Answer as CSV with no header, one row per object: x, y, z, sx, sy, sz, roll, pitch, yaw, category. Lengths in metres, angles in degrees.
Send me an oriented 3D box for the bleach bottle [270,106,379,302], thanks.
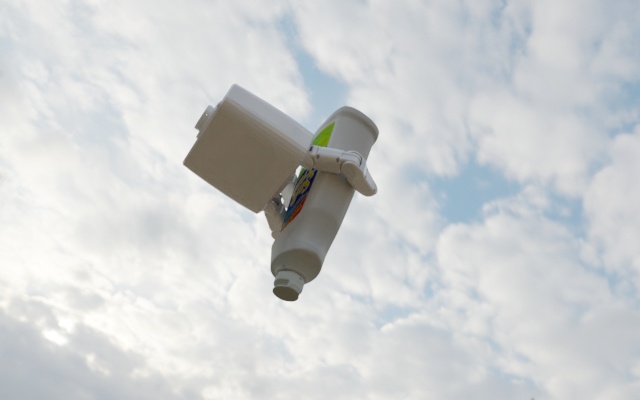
0.000,0.002,0.558,0.068,0.250,0.103,34,-44,-16,bleach bottle
